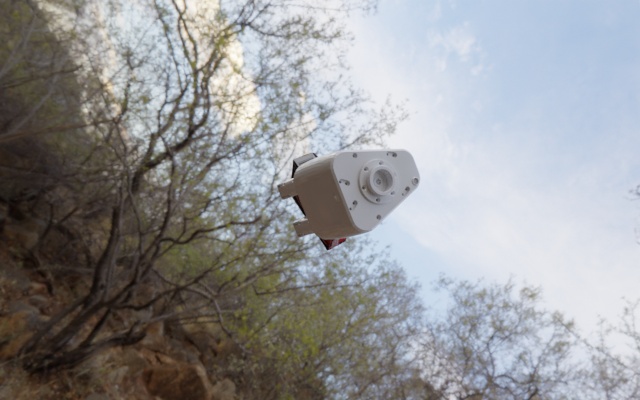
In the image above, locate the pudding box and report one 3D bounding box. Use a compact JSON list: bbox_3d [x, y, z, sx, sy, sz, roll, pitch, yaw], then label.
[{"bbox_3d":[0.000,0.002,0.669,0.039,0.113,0.090,-23,-25,-21],"label":"pudding box"}]
